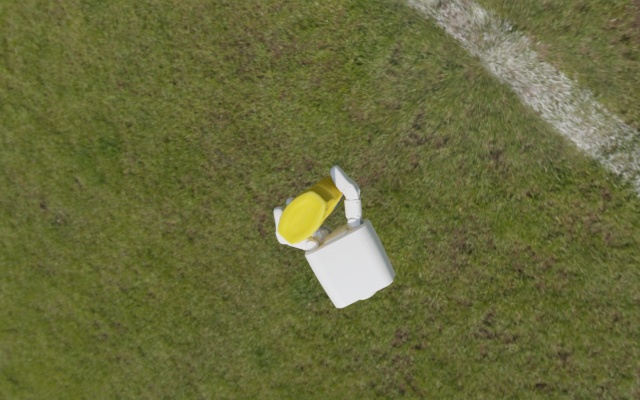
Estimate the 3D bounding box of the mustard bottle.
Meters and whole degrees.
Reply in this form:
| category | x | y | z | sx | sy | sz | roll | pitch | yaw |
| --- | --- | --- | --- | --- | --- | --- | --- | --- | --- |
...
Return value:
| category | x | y | z | sx | sy | sz | roll | pitch | yaw |
| --- | --- | --- | --- | --- | --- | --- | --- | --- | --- |
| mustard bottle | 0.000 | 0.002 | 0.791 | 0.058 | 0.096 | 0.191 | 40 | 24 | 5 |
